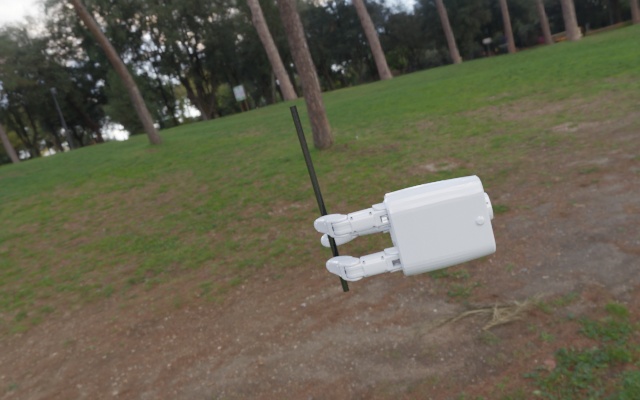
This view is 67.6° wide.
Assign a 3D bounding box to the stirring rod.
[{"bbox_3d":[0.000,0.002,0.587,0.011,0.239,0.011,-16,11,3],"label":"stirring rod"}]
